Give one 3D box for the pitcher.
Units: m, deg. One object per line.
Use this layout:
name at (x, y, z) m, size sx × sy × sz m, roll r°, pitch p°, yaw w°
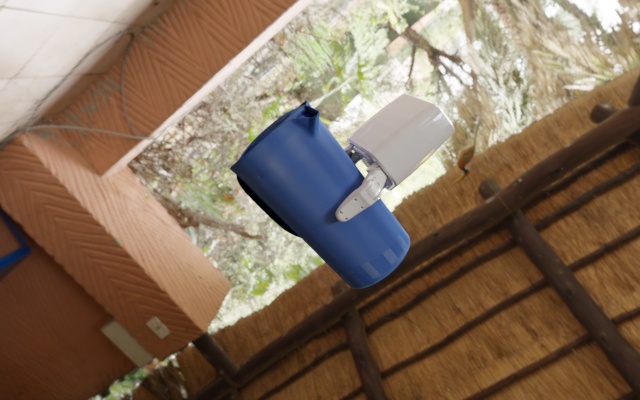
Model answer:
pitcher at (0.000, 0.002, 0.644) m, size 0.145 × 0.243 × 0.149 m, roll -41°, pitch 11°, yaw -1°
